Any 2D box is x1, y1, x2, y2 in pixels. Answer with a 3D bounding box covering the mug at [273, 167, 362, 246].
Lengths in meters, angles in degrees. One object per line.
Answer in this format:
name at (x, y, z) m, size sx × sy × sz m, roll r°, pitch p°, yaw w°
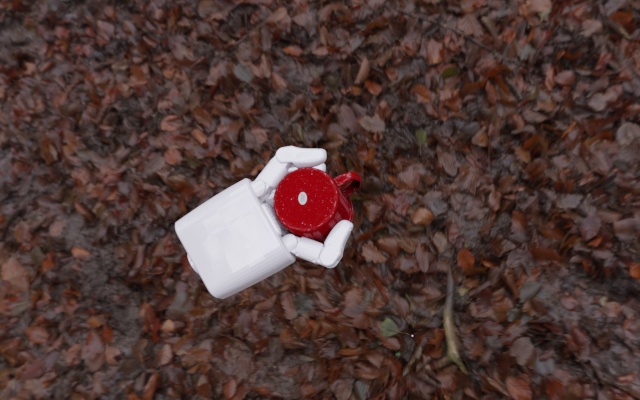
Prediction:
mug at (0.001, 0.001, 0.596) m, size 0.117 × 0.093 × 0.081 m, roll -31°, pitch -19°, yaw 3°
